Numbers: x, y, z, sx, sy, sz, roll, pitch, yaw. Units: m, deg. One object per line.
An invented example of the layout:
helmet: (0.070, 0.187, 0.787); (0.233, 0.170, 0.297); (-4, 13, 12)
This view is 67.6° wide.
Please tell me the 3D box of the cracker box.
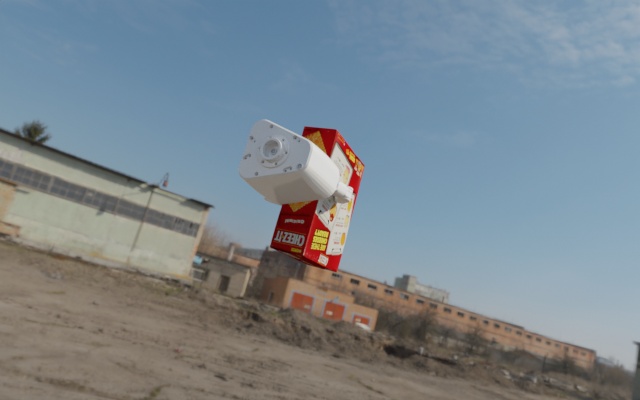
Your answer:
cracker box: (0.000, 0.003, 0.833); (0.072, 0.213, 0.164); (10, -13, 25)
